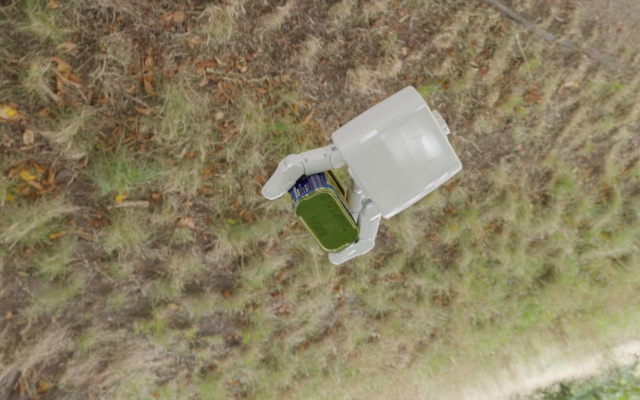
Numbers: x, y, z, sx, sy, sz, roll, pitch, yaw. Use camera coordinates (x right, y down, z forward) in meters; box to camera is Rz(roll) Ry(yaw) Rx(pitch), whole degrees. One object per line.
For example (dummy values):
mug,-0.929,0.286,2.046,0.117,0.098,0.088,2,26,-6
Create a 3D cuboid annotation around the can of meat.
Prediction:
can of meat,0.000,0.002,0.577,0.057,0.102,0.084,-30,38,7
